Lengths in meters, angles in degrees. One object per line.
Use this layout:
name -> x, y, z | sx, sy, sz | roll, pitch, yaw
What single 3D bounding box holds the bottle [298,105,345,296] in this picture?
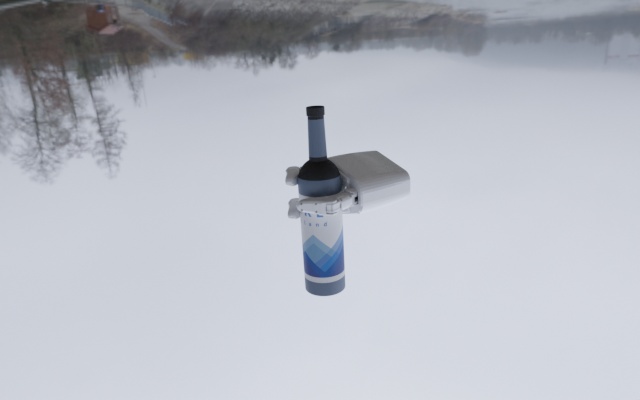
bottle -> 0.000, 0.003, 0.743 | 0.069, 0.296, 0.069 | -3, 18, 1
